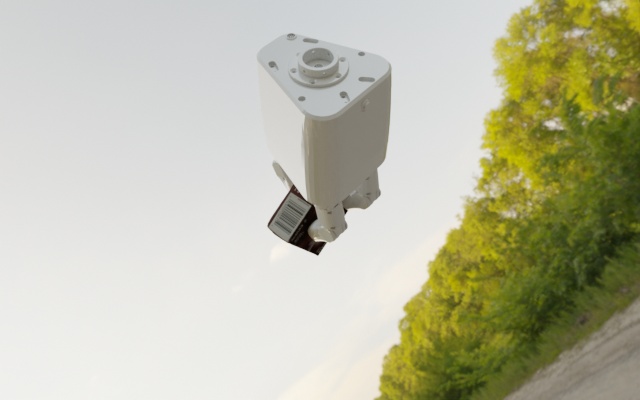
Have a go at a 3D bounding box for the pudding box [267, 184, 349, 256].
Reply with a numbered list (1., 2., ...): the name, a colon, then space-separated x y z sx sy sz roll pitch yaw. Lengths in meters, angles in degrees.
1. pudding box: 0.000 0.002 0.540 0.039 0.113 0.090 36 0 27
